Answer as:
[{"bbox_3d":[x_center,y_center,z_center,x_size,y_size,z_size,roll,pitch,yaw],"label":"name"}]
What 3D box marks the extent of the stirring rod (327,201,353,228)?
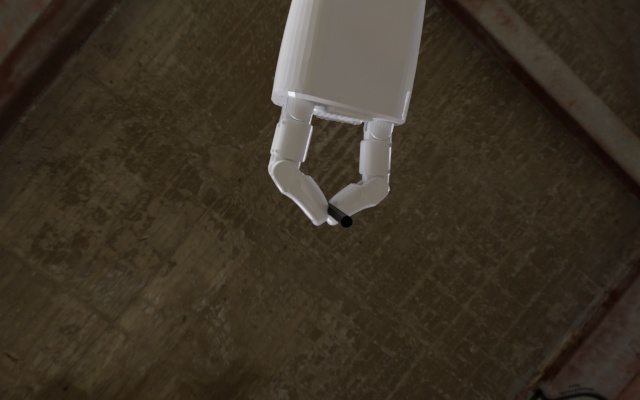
[{"bbox_3d":[0.000,0.001,0.431,0.011,0.011,0.239,0,6,-8],"label":"stirring rod"}]
